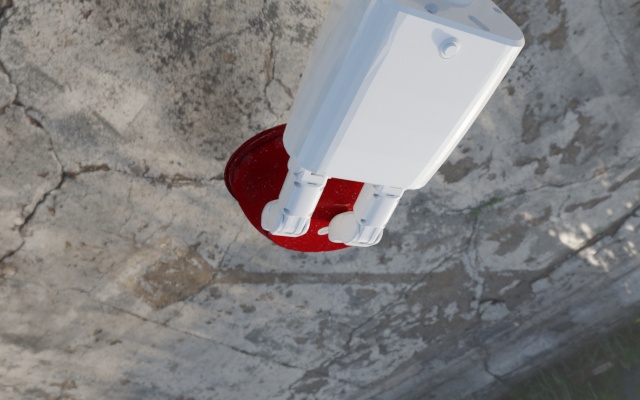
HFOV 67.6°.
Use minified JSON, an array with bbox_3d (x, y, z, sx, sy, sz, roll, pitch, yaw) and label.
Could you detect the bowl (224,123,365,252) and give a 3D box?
[{"bbox_3d":[0.000,0.002,0.406,0.162,0.055,0.162,-5,-29,-2],"label":"bowl"}]
